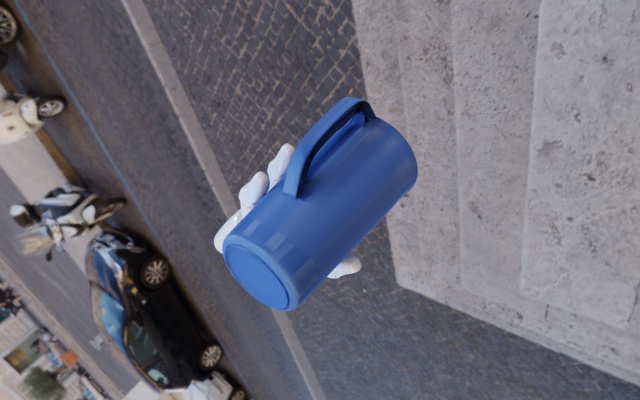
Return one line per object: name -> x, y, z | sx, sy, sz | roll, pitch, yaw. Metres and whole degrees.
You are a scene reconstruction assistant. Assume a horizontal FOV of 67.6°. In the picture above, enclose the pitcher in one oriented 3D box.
pitcher -> 0.000, 0.002, 0.561 | 0.242, 0.149, 0.145 | -46, 9, -33
